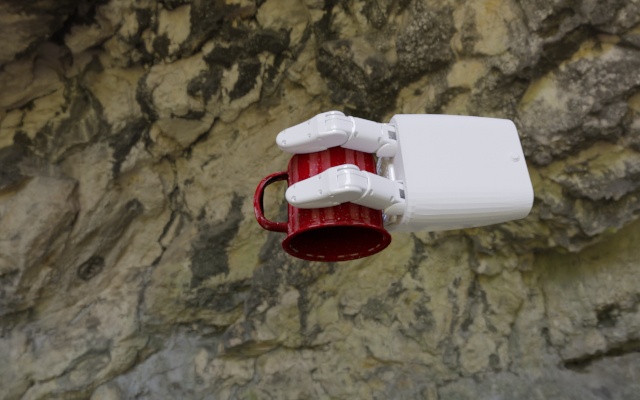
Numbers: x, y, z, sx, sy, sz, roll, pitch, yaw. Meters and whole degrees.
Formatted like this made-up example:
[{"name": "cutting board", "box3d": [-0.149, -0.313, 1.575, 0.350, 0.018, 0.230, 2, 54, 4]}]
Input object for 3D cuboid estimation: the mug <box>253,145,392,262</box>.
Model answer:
[{"name": "mug", "box3d": [-0.001, 0.001, 0.420, 0.117, 0.081, 0.093, 0, -25, -7]}]
